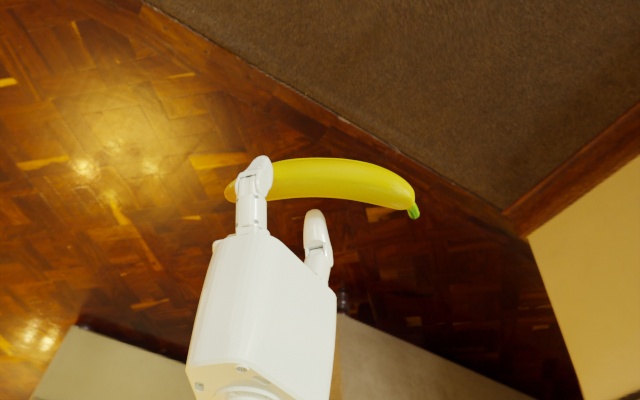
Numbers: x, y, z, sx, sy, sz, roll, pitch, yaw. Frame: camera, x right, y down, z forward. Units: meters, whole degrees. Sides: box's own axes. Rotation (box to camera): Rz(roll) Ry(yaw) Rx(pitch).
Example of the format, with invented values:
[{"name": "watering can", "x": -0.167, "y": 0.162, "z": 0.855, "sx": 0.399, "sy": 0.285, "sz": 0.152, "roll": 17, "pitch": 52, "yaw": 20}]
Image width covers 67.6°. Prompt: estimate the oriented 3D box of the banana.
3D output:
[{"name": "banana", "x": 0.006, "y": -0.012, "z": 0.455, "sx": 0.198, "sy": 0.070, "sz": 0.037, "roll": 7, "pitch": 43, "yaw": -3}]
